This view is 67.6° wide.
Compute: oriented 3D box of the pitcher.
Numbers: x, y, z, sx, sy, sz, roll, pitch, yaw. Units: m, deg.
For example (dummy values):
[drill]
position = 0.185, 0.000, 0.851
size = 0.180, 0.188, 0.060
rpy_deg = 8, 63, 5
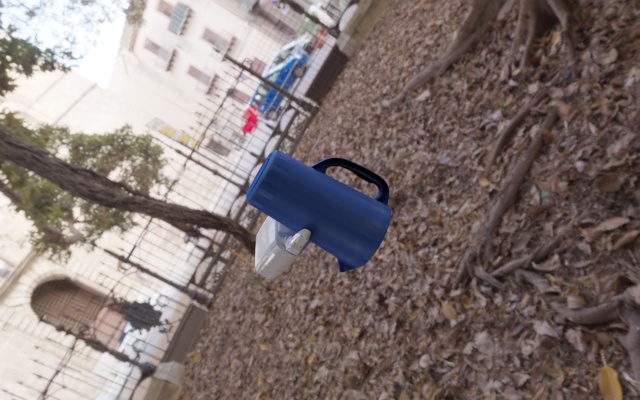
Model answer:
[pitcher]
position = 0.000, 0.003, 0.860
size = 0.243, 0.149, 0.145
rpy_deg = 30, -47, -12
